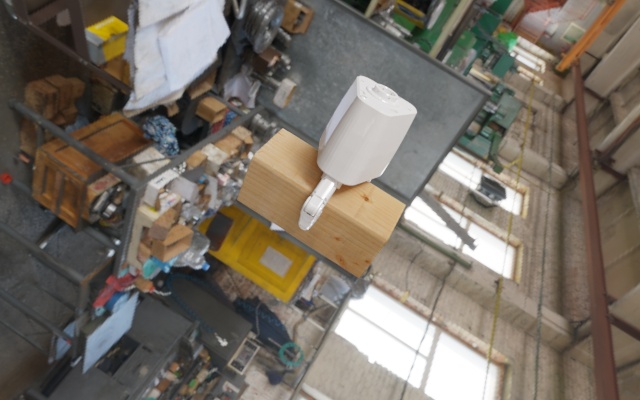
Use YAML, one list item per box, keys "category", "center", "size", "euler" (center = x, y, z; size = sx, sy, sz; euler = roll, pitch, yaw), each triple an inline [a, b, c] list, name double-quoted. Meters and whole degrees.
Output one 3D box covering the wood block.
- category: "wood block"
  center: [0.000, 0.002, 0.670]
  size: [0.206, 0.090, 0.090]
  euler: [32, 42, 4]
